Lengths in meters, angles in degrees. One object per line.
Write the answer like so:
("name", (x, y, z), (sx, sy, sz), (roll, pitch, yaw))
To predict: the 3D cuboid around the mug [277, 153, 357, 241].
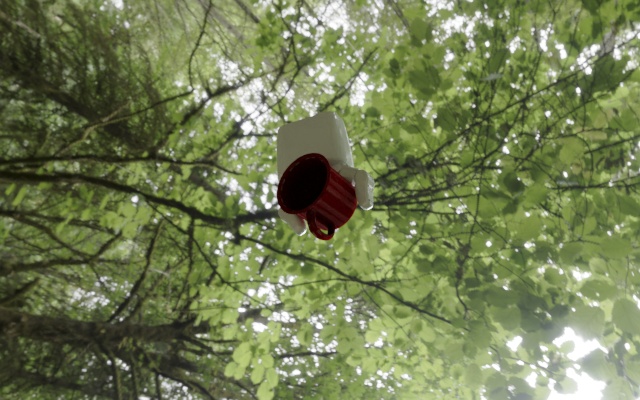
("mug", (0.000, 0.003, 0.669), (0.093, 0.117, 0.081), (-26, -39, 26))
